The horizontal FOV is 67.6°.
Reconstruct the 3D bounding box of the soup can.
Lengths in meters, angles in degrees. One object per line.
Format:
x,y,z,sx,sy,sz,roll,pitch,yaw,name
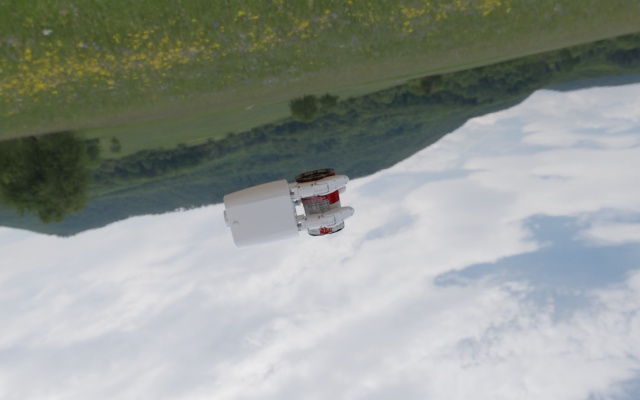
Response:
0.001,0.003,0.816,0.068,0.102,0.068,-11,13,3,soup can
